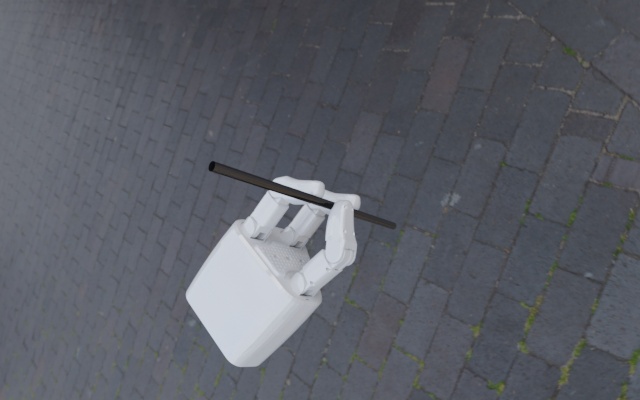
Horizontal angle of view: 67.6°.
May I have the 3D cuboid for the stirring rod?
[{"bbox_3d":[0.000,0.002,0.435,0.011,0.011,0.239,0,-13,43],"label":"stirring rod"}]
